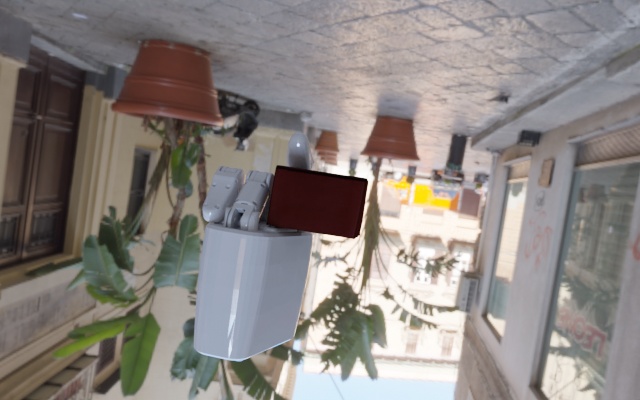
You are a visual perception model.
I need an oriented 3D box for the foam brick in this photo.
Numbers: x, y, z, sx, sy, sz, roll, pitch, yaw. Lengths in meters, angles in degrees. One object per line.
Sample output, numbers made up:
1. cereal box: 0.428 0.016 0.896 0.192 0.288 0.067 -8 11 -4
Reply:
1. foam brick: 0.000 0.001 0.416 0.078 0.051 0.053 9 1 10
